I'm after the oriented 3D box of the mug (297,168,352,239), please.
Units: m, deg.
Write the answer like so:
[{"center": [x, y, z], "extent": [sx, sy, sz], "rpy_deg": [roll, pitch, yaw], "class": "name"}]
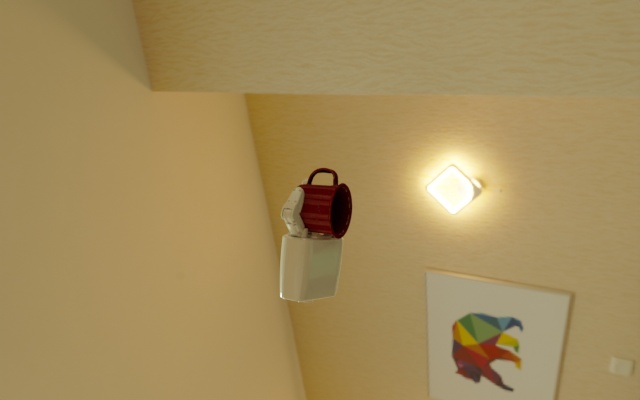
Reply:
[{"center": [0.000, 0.001, 0.811], "extent": [0.081, 0.117, 0.093], "rpy_deg": [5, 2, 26], "class": "mug"}]
